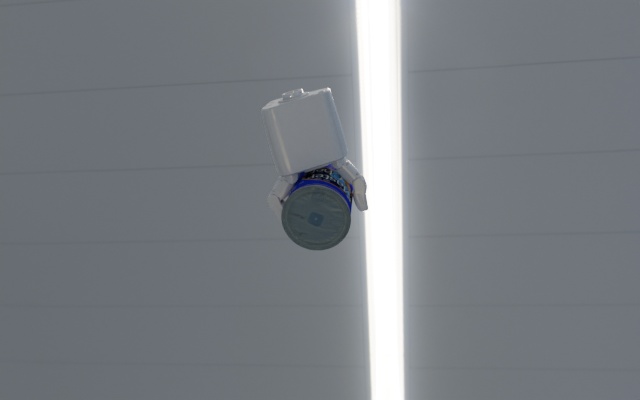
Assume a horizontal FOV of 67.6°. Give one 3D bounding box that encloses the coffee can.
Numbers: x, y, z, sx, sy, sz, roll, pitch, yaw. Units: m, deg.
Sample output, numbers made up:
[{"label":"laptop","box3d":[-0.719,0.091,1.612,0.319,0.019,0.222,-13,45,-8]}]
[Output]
[{"label":"coffee can","box3d":[0.000,0.003,0.760,0.103,0.103,0.140,0,21,6]}]
